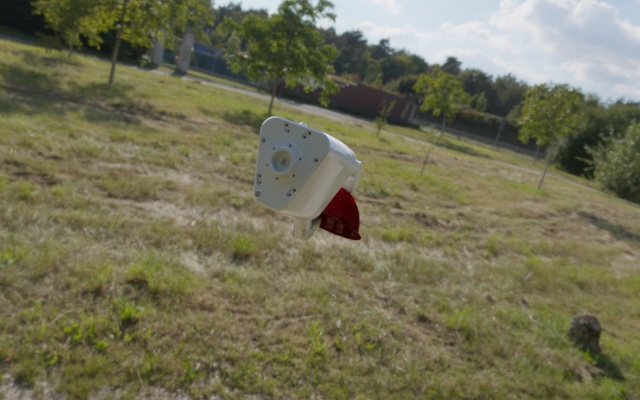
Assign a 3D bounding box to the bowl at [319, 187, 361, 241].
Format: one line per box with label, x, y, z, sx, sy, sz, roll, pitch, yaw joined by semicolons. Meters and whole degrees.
bowl;0.000;0.002;0.741;0.162;0.055;0.162;26;-11;5
